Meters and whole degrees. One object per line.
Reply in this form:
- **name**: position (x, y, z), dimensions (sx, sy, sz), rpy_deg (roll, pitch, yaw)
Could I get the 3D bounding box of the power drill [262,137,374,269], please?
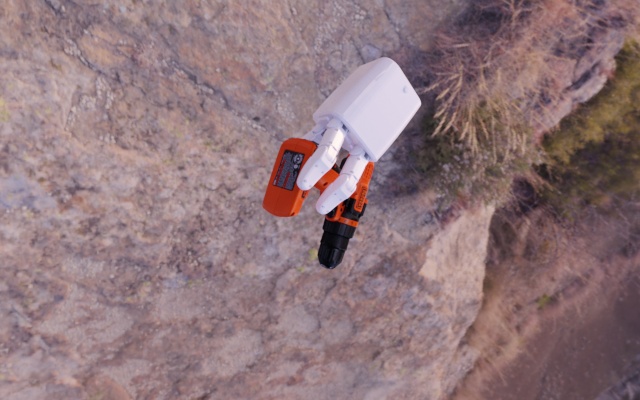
- **power drill**: position (0.000, 0.002, 0.680), dimensions (0.057, 0.184, 0.188), rpy_deg (14, -4, 33)
